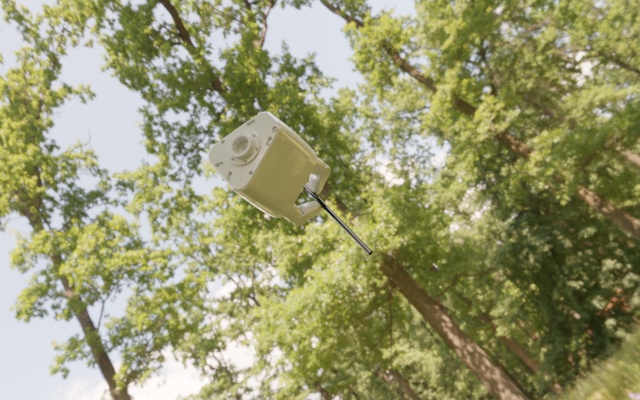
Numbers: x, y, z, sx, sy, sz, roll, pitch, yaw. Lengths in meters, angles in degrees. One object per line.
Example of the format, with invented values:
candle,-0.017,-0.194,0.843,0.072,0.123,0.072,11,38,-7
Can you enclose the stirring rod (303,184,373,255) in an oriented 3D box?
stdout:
stirring rod,0.000,0.002,0.748,0.011,0.011,0.239,0,37,-49
